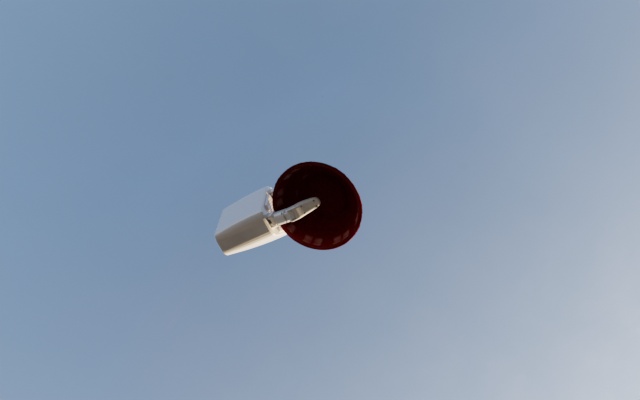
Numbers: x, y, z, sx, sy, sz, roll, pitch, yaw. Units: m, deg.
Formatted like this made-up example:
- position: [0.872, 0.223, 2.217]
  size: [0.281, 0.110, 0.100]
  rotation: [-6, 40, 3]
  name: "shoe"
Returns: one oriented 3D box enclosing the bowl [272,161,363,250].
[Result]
- position: [0.002, 0.002, 0.830]
  size: [0.162, 0.162, 0.055]
  rotation: [0, 21, 20]
  name: "bowl"
